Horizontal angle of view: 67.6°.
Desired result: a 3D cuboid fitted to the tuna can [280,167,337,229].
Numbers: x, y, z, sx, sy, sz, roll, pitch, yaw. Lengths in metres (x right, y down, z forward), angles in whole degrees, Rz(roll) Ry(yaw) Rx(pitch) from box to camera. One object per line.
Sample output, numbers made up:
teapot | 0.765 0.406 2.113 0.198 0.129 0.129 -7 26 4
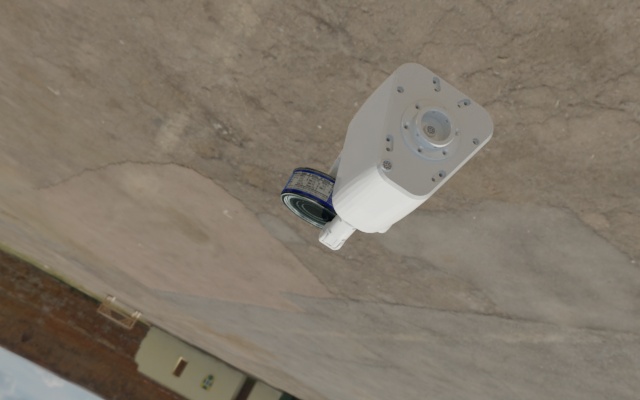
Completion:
tuna can | 0.000 0.002 0.522 0.086 0.033 0.086 26 -18 9
